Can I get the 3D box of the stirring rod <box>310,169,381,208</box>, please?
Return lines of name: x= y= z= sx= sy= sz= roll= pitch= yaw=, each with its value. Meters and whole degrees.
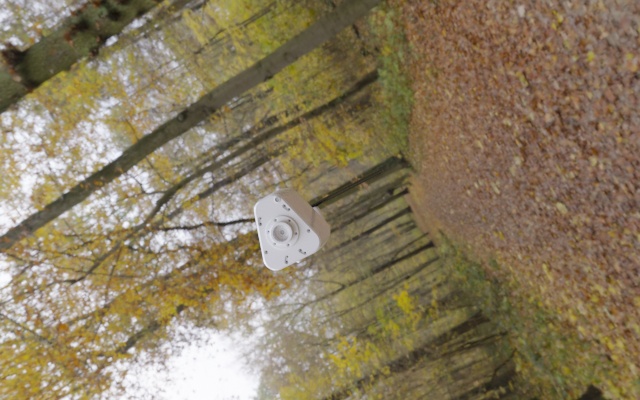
stirring rod: x=0.000 y=0.003 z=0.858 sx=0.239 sy=0.011 sz=0.011 roll=-27 pitch=-4 yaw=8
